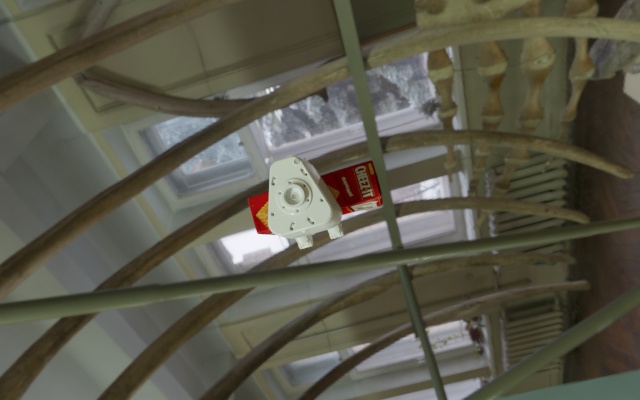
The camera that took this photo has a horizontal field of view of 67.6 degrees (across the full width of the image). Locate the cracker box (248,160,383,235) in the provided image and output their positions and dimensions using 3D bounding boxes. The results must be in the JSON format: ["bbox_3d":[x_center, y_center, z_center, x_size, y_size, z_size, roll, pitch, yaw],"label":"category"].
[{"bbox_3d":[0.000,0.003,0.843,0.214,0.072,0.164,-16,-6,6],"label":"cracker box"}]
